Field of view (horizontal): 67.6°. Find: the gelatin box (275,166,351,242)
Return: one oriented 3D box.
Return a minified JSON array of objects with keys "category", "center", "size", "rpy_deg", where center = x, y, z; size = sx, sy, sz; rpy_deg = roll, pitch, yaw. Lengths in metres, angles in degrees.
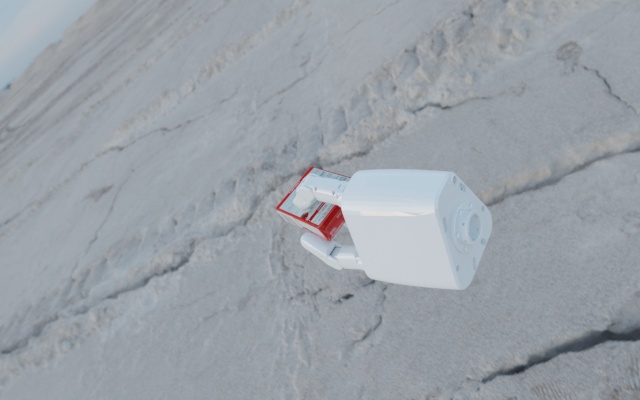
[{"category":"gelatin box","center":[0.000,0.001,0.564],"size":[0.089,0.073,0.030],"rpy_deg":[20,-24,48]}]
